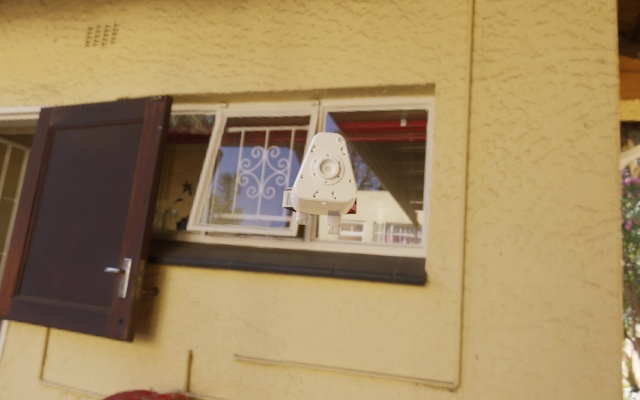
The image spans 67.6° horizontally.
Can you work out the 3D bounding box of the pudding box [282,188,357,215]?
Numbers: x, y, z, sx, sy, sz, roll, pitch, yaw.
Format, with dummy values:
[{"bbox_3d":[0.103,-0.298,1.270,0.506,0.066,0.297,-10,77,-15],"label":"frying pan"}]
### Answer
[{"bbox_3d":[0.000,0.003,0.871,0.113,0.039,0.090,0,-12,25],"label":"pudding box"}]
